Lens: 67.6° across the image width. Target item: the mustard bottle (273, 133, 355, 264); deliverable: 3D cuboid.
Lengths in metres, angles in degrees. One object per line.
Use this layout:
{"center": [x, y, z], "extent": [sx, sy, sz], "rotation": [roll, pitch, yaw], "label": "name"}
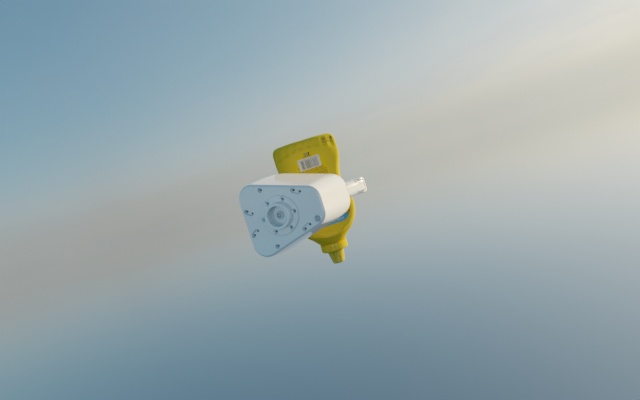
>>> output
{"center": [0.000, 0.002, 0.720], "extent": [0.096, 0.191, 0.058], "rotation": [-18, 3, -5], "label": "mustard bottle"}
